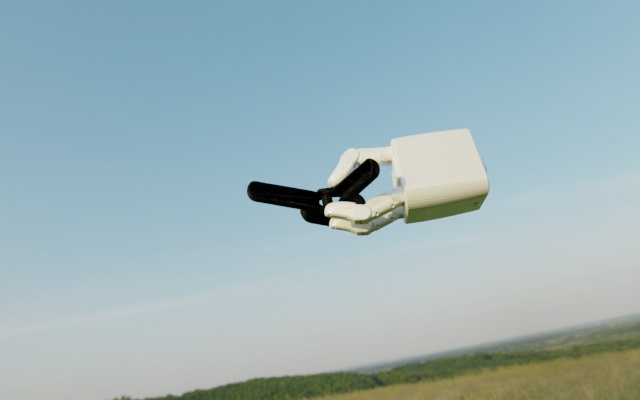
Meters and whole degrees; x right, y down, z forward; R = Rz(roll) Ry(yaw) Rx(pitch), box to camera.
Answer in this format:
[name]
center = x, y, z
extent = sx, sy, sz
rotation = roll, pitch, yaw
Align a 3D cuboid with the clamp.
[clamp]
center = 0.000, 0.002, 0.655
extent = 0.164, 0.036, 0.210
rotation = -7, -19, 5
